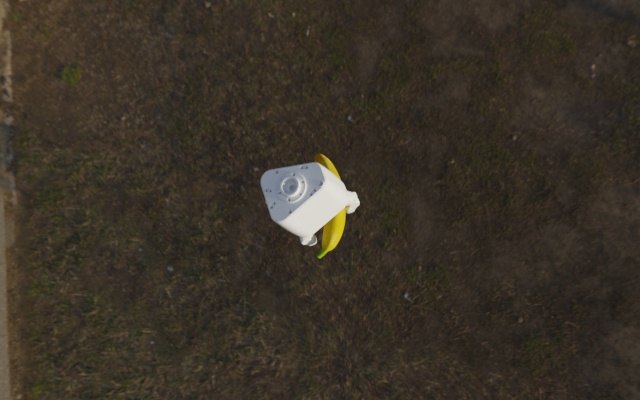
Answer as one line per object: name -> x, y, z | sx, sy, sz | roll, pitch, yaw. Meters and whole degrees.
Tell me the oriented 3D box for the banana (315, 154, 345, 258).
banana -> 0.015, 0.004, 0.874 | 0.069, 0.197, 0.037 | -8, -14, 36
